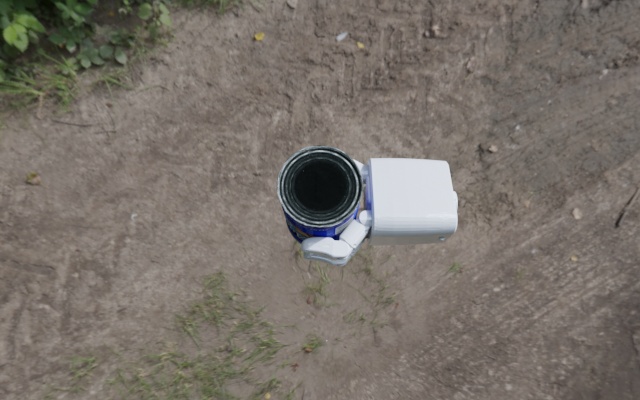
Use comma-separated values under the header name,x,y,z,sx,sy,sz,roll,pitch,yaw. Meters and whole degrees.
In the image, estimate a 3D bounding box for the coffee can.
name,x,y,z,sx,sy,sz,roll,pitch,yaw
coffee can,0.000,0.002,0.626,0.103,0.102,0.140,0,-16,1
